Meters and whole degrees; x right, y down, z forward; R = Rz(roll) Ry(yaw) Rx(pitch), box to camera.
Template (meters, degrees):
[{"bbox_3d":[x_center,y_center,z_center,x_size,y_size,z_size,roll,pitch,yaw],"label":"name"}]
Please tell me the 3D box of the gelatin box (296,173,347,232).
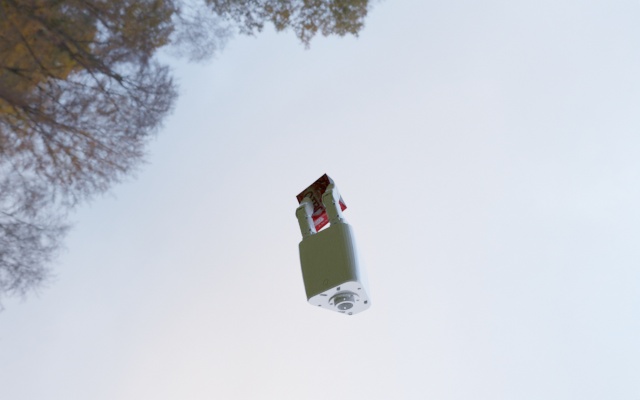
[{"bbox_3d":[0.000,0.003,0.856,0.073,0.089,0.030,-38,-49,12],"label":"gelatin box"}]
